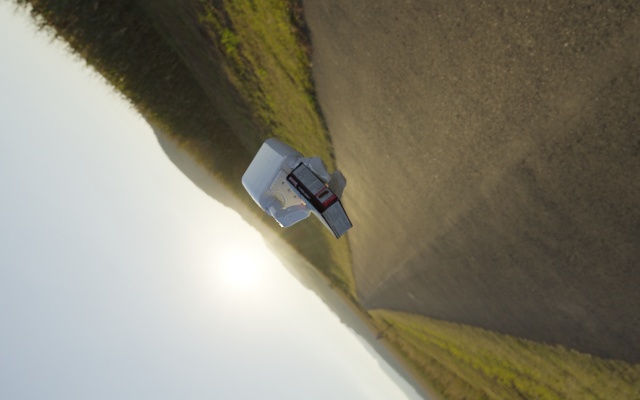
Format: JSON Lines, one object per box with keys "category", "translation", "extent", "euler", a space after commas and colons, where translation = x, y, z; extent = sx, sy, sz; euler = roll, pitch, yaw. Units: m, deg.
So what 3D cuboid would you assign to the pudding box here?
{"category": "pudding box", "translation": [0.000, 0.002, 0.737], "extent": [0.090, 0.039, 0.113], "euler": [45, -5, 27]}
